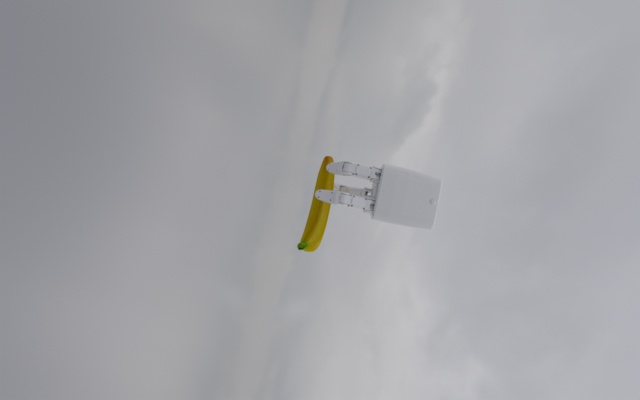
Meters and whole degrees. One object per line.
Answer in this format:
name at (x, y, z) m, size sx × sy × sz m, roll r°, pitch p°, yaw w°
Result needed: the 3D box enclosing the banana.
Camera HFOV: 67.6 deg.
banana at (-0.002, 0.015, 0.847) m, size 0.037 × 0.197 × 0.070 m, roll 13°, pitch -31°, yaw 3°
